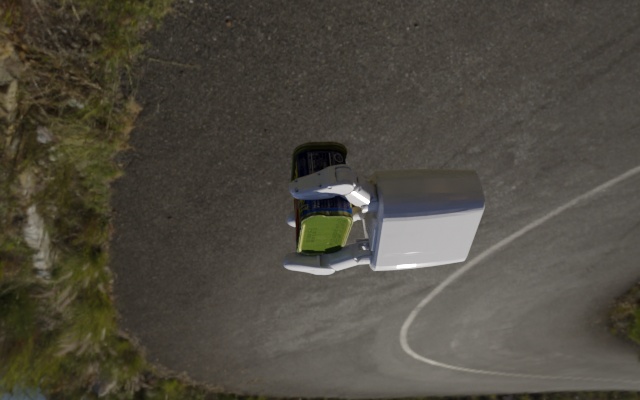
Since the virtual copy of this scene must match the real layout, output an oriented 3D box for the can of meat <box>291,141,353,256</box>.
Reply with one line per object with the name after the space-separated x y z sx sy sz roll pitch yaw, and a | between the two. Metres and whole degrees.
0.000 0.002 0.504 0.057 0.084 0.102 -2 -29 -7 | can of meat
